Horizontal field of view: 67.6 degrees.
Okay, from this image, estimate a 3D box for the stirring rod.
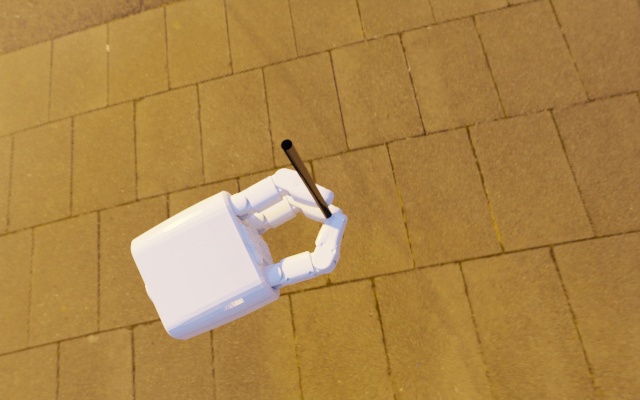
[{"bbox_3d":[0.000,0.002,0.429,0.011,0.011,0.240,0,-19,11],"label":"stirring rod"}]
